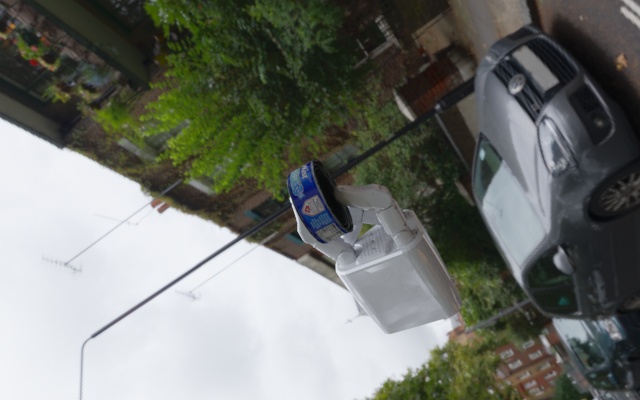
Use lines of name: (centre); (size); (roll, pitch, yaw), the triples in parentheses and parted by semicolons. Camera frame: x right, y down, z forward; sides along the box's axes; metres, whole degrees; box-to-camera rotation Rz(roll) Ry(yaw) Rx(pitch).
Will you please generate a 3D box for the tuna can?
tuna can: (0.000, 0.002, 0.504); (0.034, 0.086, 0.086); (-27, -7, 14)
